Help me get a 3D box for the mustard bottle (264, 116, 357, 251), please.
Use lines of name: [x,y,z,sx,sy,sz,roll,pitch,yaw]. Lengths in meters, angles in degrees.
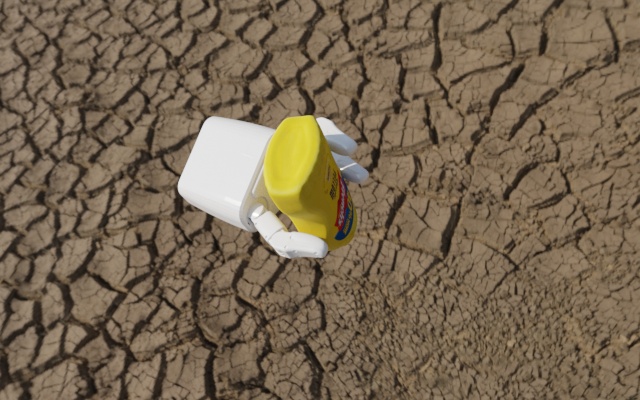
mustard bottle: [0.000,0.002,0.529,0.058,0.096,0.192,-4,-32,18]
